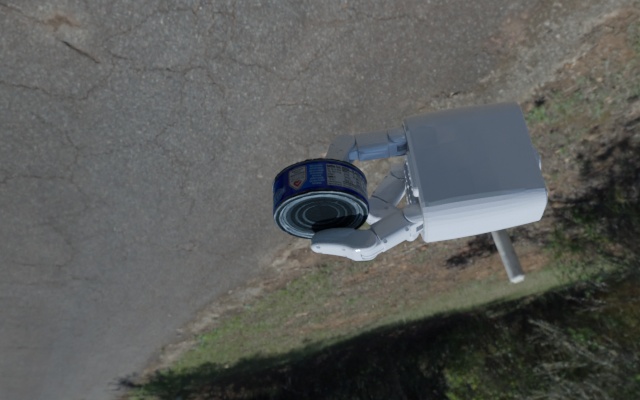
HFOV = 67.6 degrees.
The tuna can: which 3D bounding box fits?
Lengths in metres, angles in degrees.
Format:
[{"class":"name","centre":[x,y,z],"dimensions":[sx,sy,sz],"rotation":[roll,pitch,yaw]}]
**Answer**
[{"class":"tuna can","centre":[0.000,0.002,0.423],"dimensions":[0.086,0.033,0.086],"rotation":[-2,-33,-2]}]
